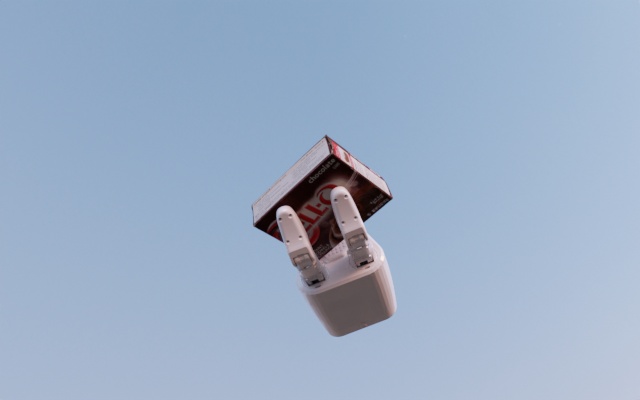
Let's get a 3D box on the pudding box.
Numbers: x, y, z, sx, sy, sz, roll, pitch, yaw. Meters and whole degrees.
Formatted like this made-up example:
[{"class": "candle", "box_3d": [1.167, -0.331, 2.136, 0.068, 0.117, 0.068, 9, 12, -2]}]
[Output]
[{"class": "pudding box", "box_3d": [0.000, 0.001, 0.478, 0.090, 0.113, 0.039, 32, 24, -34]}]
